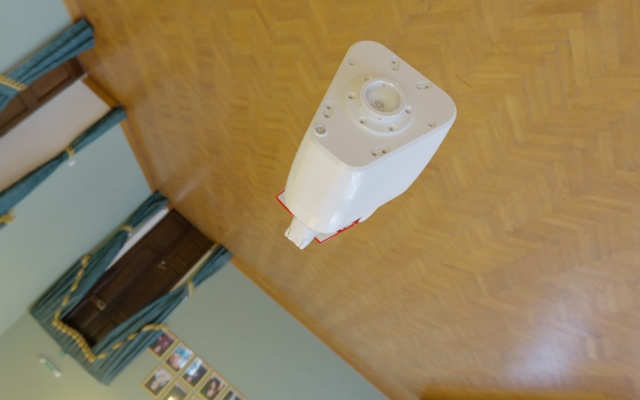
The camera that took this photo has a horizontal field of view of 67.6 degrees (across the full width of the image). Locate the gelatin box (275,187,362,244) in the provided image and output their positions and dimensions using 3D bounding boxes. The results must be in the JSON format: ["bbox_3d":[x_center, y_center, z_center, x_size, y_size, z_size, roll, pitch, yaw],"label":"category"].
[{"bbox_3d":[0.000,0.002,0.496,0.030,0.073,0.089,-47,5,-30],"label":"gelatin box"}]
